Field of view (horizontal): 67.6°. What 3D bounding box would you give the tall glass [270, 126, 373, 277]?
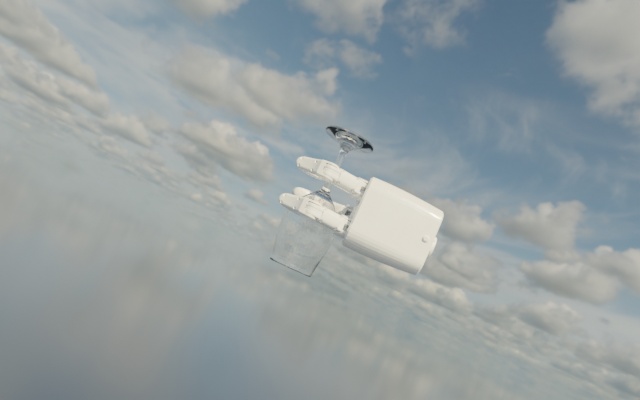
[{"bbox_3d":[0.000,0.001,0.662,0.079,0.201,0.079,25,-9,4],"label":"tall glass"}]
